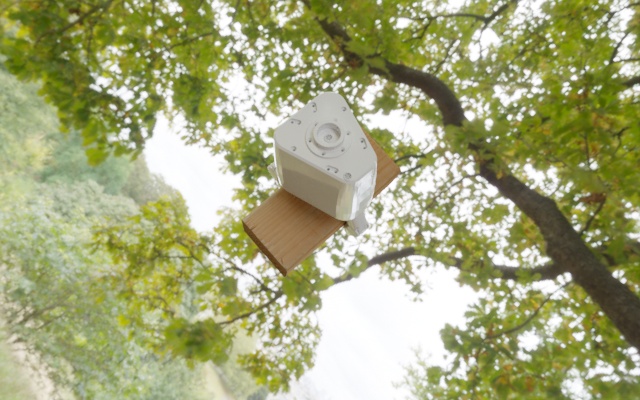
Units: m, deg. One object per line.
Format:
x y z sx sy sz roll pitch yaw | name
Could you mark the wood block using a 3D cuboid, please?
0.000 0.002 0.663 0.206 0.091 0.090 -40 -6 -14 | wood block
